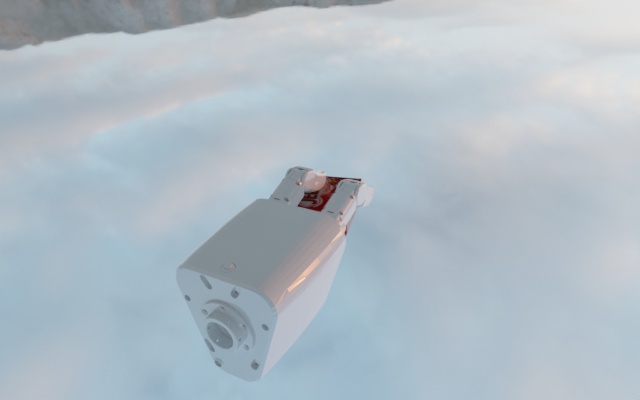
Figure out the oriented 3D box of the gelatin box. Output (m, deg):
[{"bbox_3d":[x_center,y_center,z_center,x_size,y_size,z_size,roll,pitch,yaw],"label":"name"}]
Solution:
[{"bbox_3d":[0.000,0.002,0.502,0.073,0.030,0.089,5,26,14],"label":"gelatin box"}]
